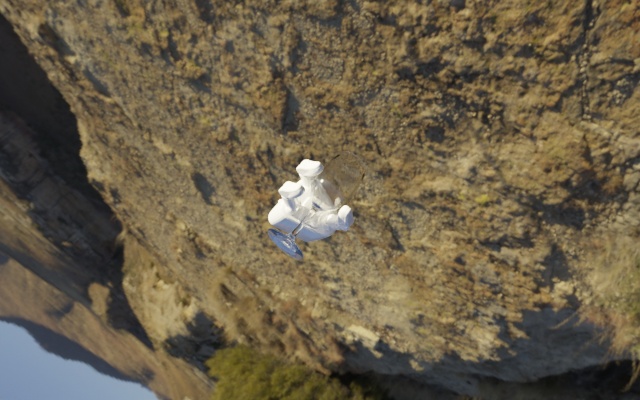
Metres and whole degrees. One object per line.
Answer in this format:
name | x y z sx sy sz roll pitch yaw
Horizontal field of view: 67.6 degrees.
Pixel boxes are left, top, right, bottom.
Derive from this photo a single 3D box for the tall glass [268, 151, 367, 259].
tall glass | 0.000 0.003 0.827 0.079 0.201 0.079 33 -24 17
